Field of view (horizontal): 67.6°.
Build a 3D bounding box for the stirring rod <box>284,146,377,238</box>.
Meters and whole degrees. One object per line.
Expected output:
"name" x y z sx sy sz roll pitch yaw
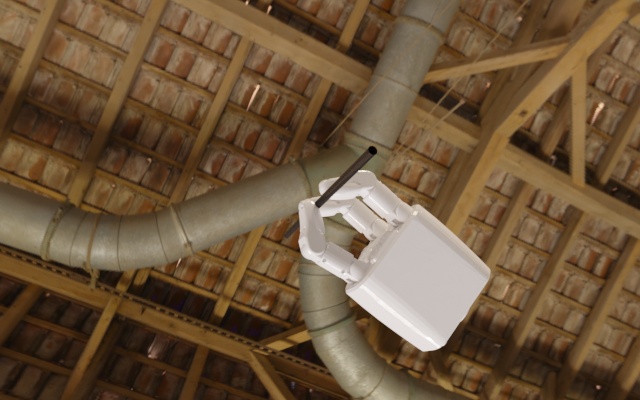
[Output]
"stirring rod" 0.000 0.002 0.484 0.011 0.011 0.240 0 -20 -22
